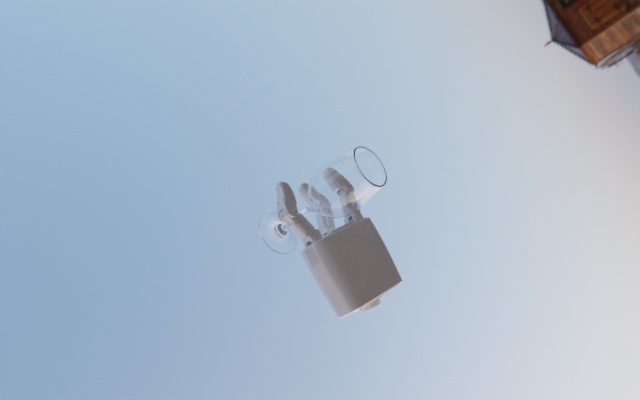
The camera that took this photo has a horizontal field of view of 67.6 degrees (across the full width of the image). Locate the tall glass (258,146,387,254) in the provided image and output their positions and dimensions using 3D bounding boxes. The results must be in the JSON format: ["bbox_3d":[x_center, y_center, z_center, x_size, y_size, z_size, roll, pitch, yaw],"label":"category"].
[{"bbox_3d":[0.000,0.002,0.677,0.079,0.079,0.201,0,-28,-48],"label":"tall glass"}]
